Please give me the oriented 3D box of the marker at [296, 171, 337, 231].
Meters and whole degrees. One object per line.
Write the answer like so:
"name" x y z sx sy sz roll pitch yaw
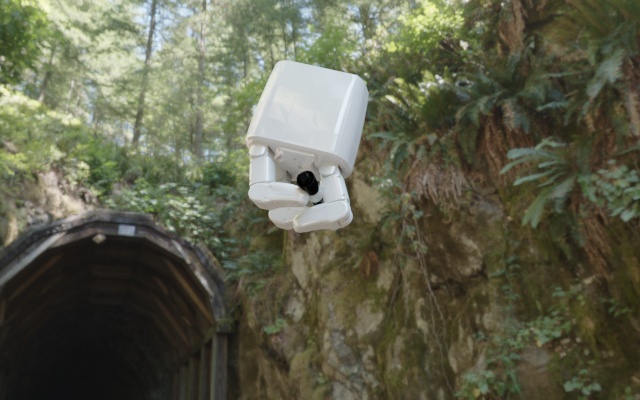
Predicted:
"marker" 0.000 0.002 0.505 0.020 0.020 0.121 0 -24 17
